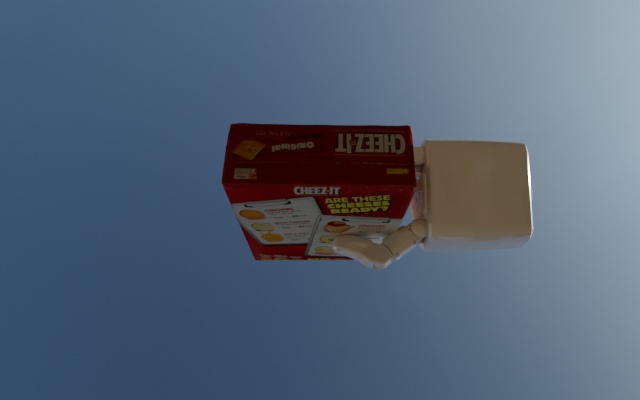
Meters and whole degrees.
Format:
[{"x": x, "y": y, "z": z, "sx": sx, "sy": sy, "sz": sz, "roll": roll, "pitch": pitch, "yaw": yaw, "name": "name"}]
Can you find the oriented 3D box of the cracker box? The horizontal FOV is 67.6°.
[{"x": 0.000, "y": 0.002, "z": 0.502, "sx": 0.164, "sy": 0.072, "sz": 0.214, "roll": 0, "pitch": -24, "yaw": 0, "name": "cracker box"}]
